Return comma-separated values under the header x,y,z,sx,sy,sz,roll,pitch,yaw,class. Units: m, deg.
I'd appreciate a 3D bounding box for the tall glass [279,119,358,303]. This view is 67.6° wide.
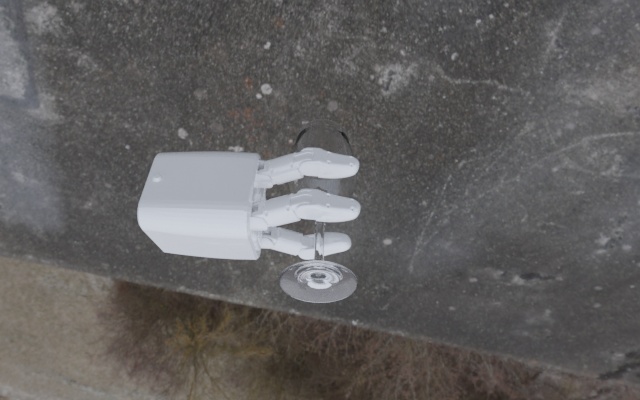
x,y,z,sx,sy,sz,roll,pitch,yaw,class
0.000,0.002,0.510,0.079,0.200,0.079,1,-40,1,tall glass
